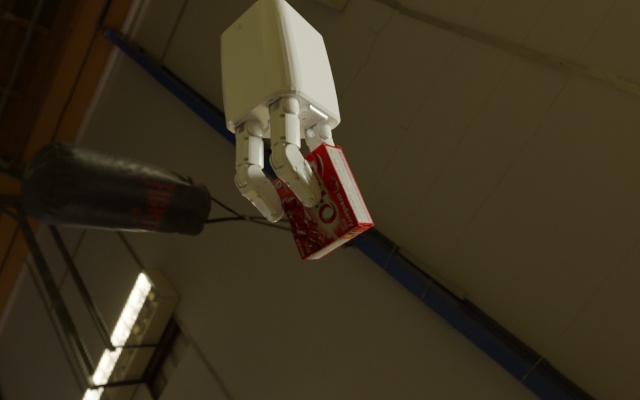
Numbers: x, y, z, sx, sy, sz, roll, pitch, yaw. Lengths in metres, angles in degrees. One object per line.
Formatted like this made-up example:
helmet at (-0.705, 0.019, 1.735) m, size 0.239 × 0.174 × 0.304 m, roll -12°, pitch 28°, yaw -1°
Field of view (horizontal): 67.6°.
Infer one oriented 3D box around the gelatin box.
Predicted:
gelatin box at (0.000, 0.002, 0.452) m, size 0.073 × 0.089 × 0.030 m, roll -35°, pitch -23°, yaw 32°
